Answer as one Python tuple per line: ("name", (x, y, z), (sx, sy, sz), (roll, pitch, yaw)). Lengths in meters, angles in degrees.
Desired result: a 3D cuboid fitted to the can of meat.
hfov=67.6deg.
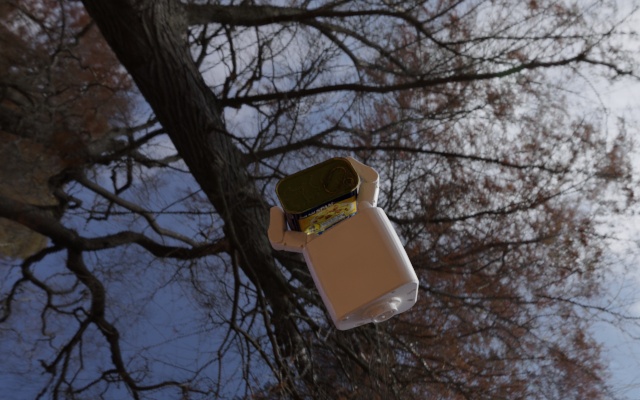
("can of meat", (0.000, 0.002, 0.620), (0.102, 0.057, 0.084), (-23, -33, -8))
